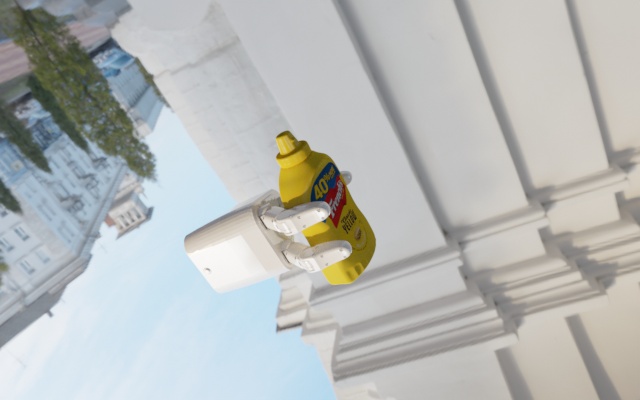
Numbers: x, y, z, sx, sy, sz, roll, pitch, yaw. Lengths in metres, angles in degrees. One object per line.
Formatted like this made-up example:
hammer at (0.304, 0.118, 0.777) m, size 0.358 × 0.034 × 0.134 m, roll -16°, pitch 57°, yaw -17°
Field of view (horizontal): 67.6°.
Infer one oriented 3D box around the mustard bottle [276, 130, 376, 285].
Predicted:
mustard bottle at (0.001, 0.002, 0.571) m, size 0.058 × 0.192 × 0.096 m, roll -10°, pitch 31°, yaw 37°
